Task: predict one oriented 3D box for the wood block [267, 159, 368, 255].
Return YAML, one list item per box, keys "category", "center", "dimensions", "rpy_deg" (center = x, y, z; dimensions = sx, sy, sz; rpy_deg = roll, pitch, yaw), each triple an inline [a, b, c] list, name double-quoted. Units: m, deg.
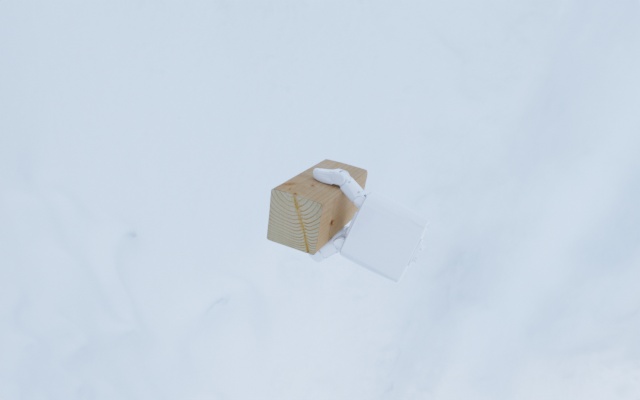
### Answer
- category: "wood block"
  center: [0.000, 0.003, 0.823]
  dimensions: [0.090, 0.091, 0.206]
  rpy_deg: [17, 24, 19]
